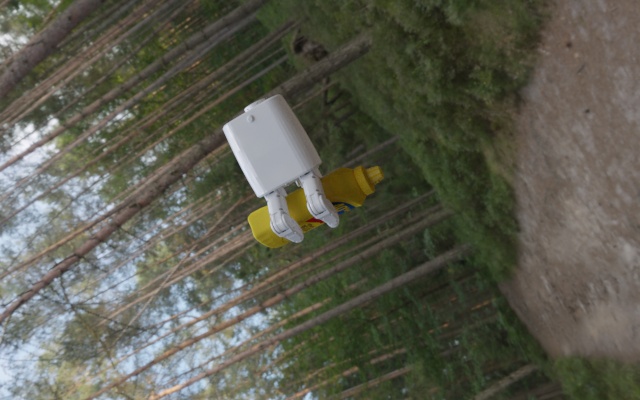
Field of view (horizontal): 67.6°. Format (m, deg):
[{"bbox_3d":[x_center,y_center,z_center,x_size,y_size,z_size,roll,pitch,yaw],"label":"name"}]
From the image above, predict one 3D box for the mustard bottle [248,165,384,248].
[{"bbox_3d":[0.000,0.003,0.670,0.191,0.058,0.096,-27,-19,15],"label":"mustard bottle"}]
